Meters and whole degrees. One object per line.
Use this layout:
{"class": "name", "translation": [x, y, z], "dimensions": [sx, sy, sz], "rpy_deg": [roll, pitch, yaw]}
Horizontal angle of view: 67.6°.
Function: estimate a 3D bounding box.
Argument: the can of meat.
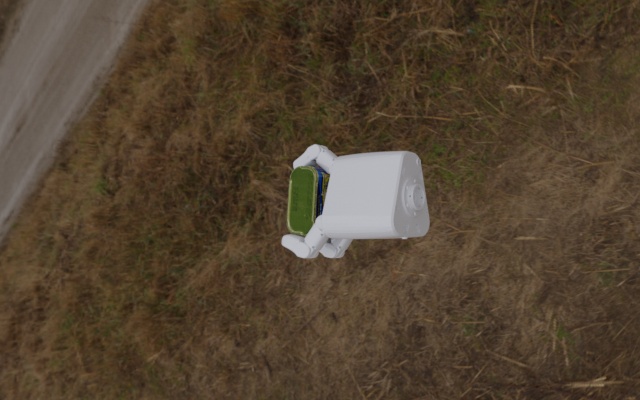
{"class": "can of meat", "translation": [0.000, 0.002, 0.687], "dimensions": [0.057, 0.102, 0.084], "rpy_deg": [2, -2, 41]}
